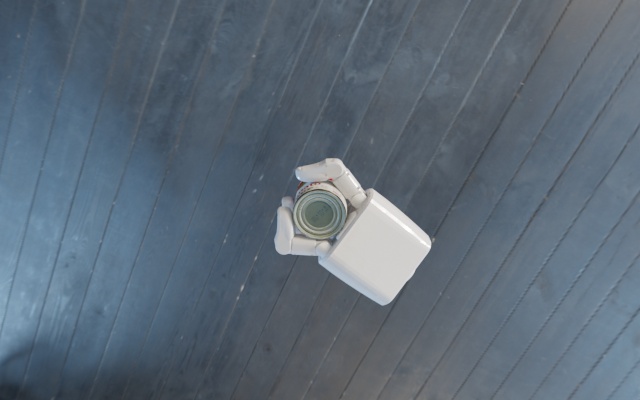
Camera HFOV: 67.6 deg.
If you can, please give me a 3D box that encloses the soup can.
[{"bbox_3d":[0.000,0.002,0.627,0.068,0.068,0.102,0,19,2],"label":"soup can"}]
